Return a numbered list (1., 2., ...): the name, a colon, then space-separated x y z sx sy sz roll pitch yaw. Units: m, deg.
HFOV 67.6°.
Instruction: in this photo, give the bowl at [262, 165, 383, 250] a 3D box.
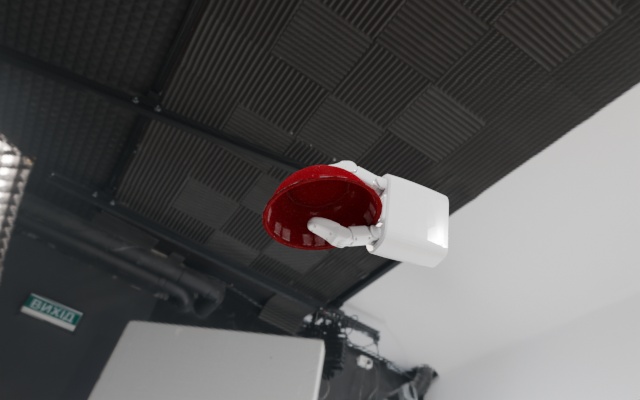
1. bowl: -0.001 0.001 0.653 0.162 0.055 0.162 -5 -38 -4
